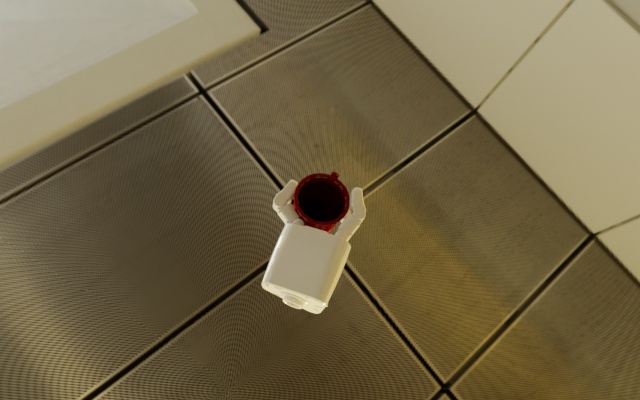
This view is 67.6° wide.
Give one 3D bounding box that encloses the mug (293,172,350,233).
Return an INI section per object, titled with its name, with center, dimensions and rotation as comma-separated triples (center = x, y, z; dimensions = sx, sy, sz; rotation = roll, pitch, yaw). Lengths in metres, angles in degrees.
[mug]
center = 0.001, 0.002, 0.817
dimensions = 0.093, 0.117, 0.081
rotation = 25, -26, 0
